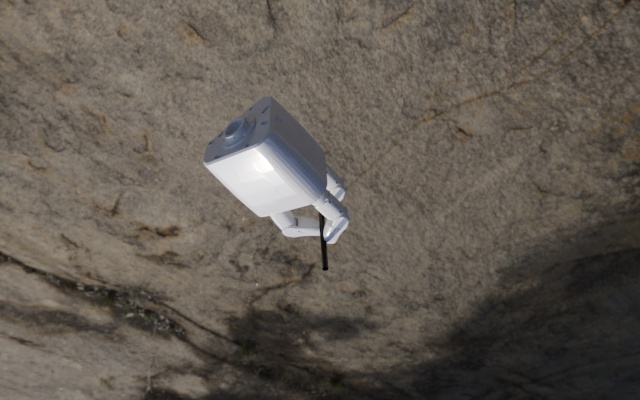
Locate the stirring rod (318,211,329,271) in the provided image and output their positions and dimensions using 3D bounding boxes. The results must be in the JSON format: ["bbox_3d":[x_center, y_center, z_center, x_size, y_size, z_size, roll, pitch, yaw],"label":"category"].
[{"bbox_3d":[0.000,0.002,0.684,0.011,0.011,0.239,0,44,-4],"label":"stirring rod"}]
